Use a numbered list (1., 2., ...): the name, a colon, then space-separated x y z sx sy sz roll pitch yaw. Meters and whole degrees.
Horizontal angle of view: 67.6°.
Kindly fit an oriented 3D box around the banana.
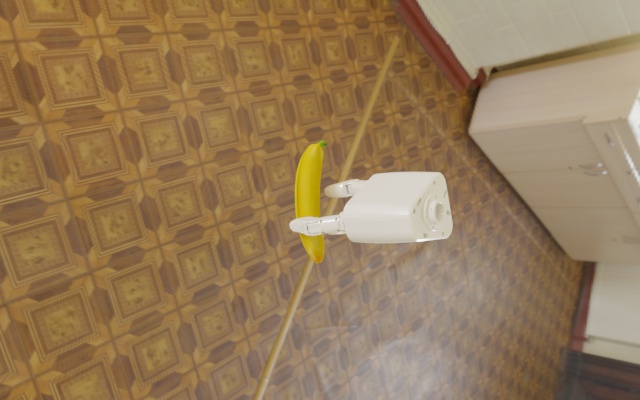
1. banana: -0.011 -0.004 0.734 0.037 0.197 0.069 -3 -10 39
